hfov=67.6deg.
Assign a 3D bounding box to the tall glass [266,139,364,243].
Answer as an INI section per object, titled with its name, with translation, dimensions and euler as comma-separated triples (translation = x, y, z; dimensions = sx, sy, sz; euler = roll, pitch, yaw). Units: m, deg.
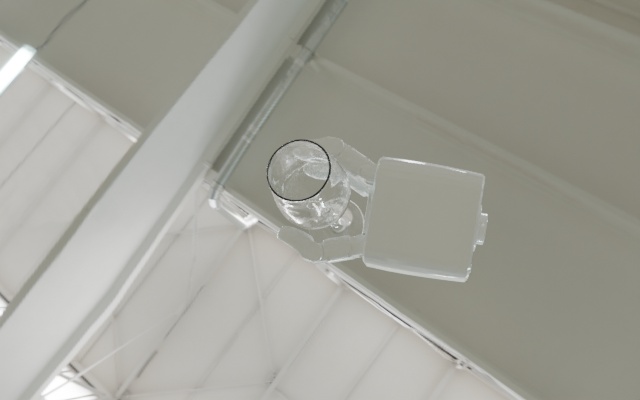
[tall glass]
translation = 0.000, 0.002, 0.529
dimensions = 0.079, 0.079, 0.201
euler = 0, -17, 13
